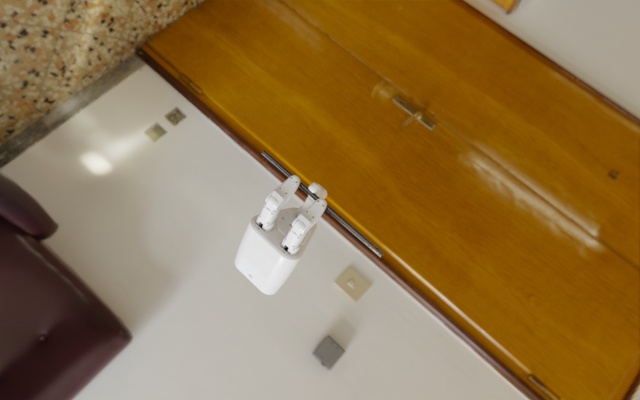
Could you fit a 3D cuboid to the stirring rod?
[{"bbox_3d":[0.000,0.002,0.712,0.239,0.011,0.011,41,11,13],"label":"stirring rod"}]
